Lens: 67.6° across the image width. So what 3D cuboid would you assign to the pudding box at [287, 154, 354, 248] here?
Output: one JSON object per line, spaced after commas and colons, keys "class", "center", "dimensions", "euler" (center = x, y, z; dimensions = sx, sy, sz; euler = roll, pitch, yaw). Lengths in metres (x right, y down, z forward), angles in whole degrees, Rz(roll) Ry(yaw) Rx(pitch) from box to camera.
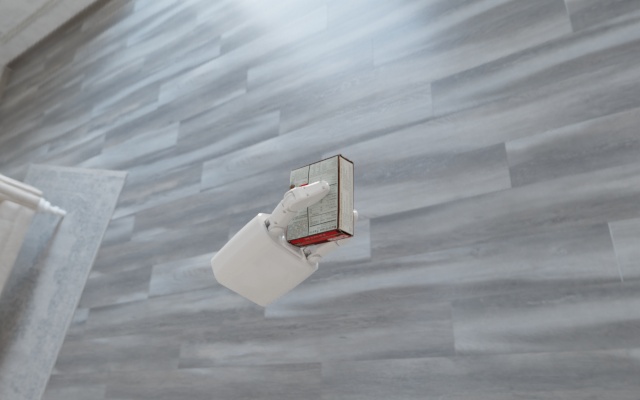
{"class": "pudding box", "center": [0.000, 0.002, 0.653], "dimensions": [0.090, 0.113, 0.039], "euler": [-15, -26, 34]}
